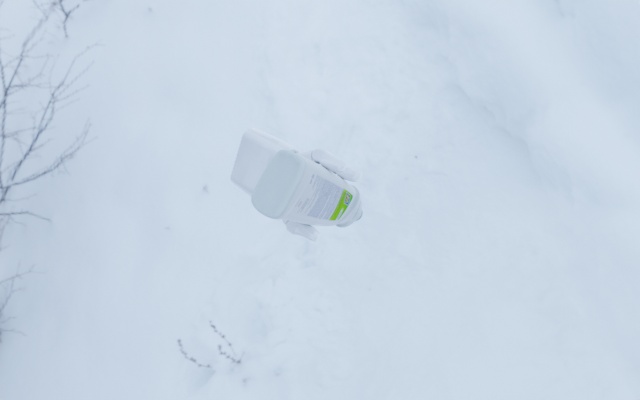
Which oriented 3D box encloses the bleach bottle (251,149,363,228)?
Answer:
[{"bbox_3d":[0.000,0.002,0.772,0.068,0.102,0.251,31,3,32],"label":"bleach bottle"}]
